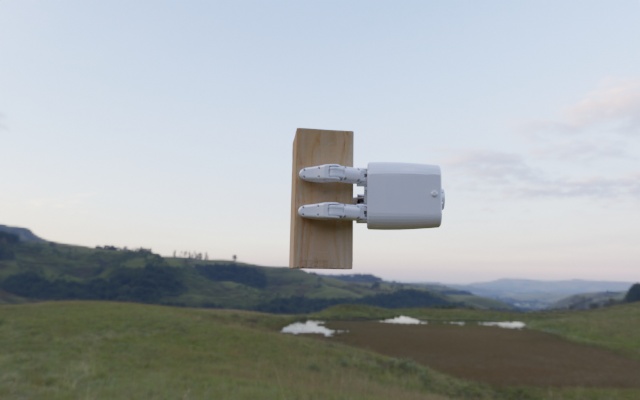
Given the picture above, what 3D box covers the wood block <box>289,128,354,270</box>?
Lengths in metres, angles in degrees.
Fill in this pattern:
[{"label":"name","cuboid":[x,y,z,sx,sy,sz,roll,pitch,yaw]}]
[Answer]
[{"label":"wood block","cuboid":[0.000,0.002,0.739,0.090,0.206,0.091,2,-9,-6]}]
